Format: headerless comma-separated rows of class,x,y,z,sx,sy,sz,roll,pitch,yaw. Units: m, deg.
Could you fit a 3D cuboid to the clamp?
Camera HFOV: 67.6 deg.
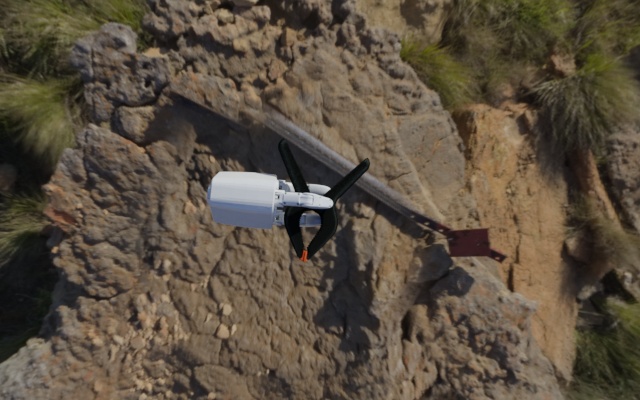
clamp,0.000,0.003,0.832,0.164,0.210,0.036,5,-6,-6
